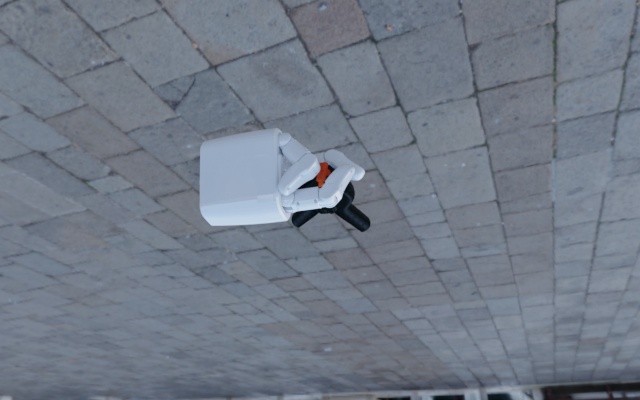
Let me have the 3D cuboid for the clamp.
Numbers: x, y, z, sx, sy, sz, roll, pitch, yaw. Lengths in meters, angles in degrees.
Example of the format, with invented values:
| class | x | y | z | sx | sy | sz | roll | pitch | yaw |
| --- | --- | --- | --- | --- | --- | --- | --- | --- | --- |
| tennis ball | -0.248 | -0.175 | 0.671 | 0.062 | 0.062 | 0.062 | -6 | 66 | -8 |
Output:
| class | x | y | z | sx | sy | sz | roll | pitch | yaw |
| --- | --- | --- | --- | --- | --- | --- | --- | --- | --- |
| clamp | 0.000 | 0.003 | 0.676 | 0.120 | 0.039 | 0.172 | -6 | -31 | 12 |
